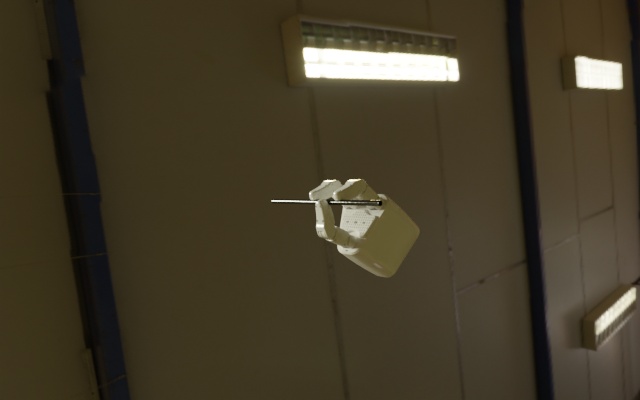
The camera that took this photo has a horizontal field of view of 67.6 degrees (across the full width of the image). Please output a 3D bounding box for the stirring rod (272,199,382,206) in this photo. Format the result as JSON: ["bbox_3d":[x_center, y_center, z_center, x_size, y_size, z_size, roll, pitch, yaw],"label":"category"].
[{"bbox_3d":[0.000,0.002,0.738,0.011,0.011,0.239,0,1,-43],"label":"stirring rod"}]
